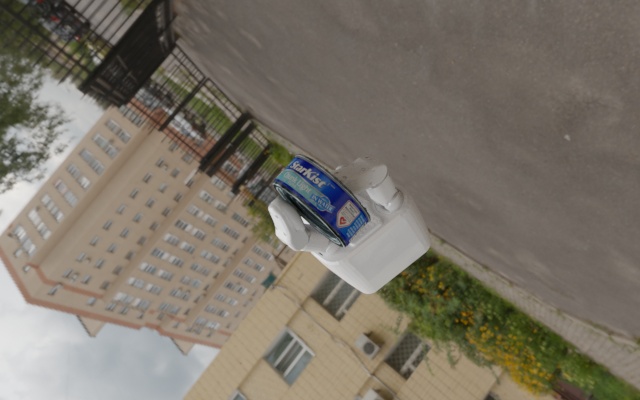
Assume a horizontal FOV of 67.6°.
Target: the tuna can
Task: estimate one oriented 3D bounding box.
[{"bbox_3d":[0.000,0.002,0.411,0.086,0.033,0.086,41,-9,7],"label":"tuna can"}]
